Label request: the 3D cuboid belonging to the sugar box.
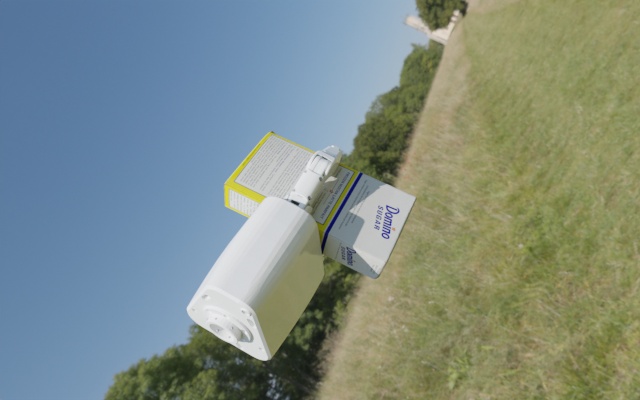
[{"bbox_3d":[0.000,0.002,0.495,0.176,0.093,0.048,27,-36,8],"label":"sugar box"}]
